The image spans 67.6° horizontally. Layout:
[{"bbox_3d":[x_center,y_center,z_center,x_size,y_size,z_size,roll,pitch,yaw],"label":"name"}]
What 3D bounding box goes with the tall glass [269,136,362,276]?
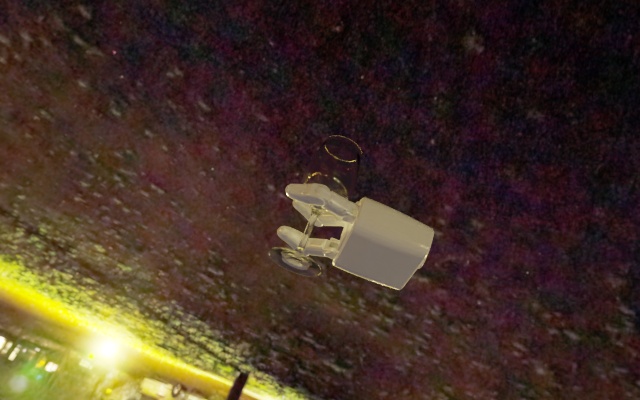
[{"bbox_3d":[0.000,0.003,0.680,0.079,0.201,0.079,17,-29,10],"label":"tall glass"}]
